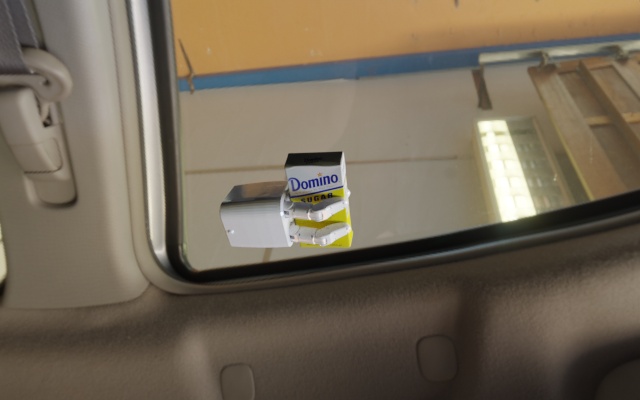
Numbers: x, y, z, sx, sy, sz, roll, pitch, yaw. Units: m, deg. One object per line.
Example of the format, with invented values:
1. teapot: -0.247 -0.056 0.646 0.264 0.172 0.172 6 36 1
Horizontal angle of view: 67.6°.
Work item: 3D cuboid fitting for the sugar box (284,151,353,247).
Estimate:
1. sugar box: 0.000 0.003 0.800 0.093 0.176 0.048 -1 41 10
